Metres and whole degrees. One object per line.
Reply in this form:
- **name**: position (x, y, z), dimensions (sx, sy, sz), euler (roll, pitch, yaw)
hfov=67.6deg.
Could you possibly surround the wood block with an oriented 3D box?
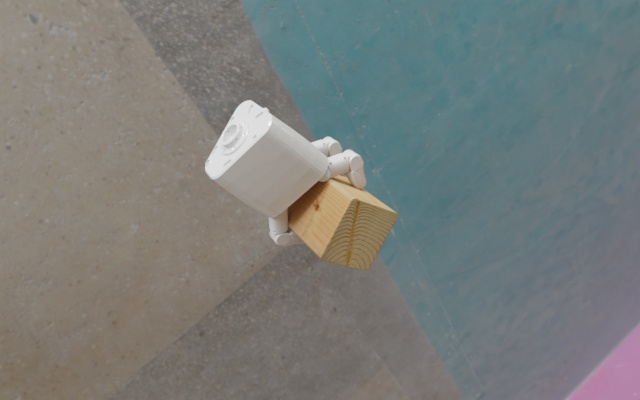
- **wood block**: position (0.000, 0.002, 0.683), dimensions (0.090, 0.091, 0.206), euler (18, 15, -39)
